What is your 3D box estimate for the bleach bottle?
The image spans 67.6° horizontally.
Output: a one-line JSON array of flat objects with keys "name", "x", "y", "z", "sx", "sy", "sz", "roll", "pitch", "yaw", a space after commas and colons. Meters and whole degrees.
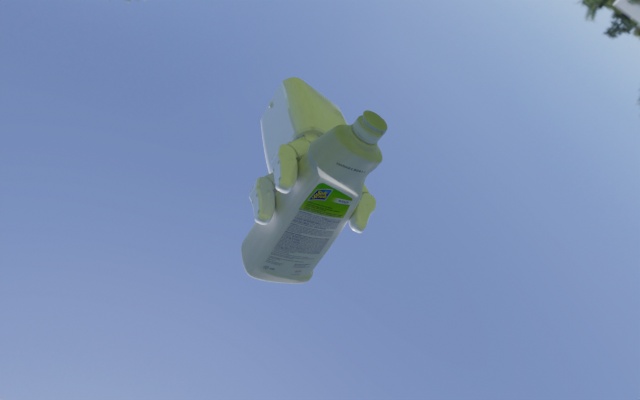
[{"name": "bleach bottle", "x": 0.000, "y": 0.002, "z": 0.548, "sx": 0.102, "sy": 0.068, "sz": 0.251, "roll": 10, "pitch": -45, "yaw": -32}]
